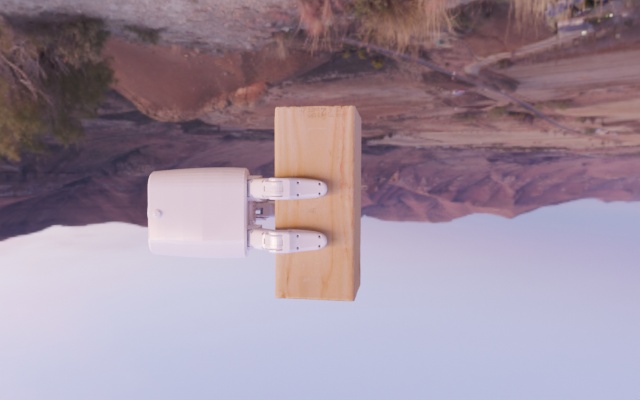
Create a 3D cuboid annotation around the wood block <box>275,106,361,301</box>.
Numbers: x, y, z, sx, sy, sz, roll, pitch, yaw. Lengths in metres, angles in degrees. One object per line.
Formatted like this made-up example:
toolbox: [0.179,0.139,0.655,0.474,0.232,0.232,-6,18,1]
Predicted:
wood block: [0.000,0.002,0.550,0.090,0.206,0.091,1,2,8]
